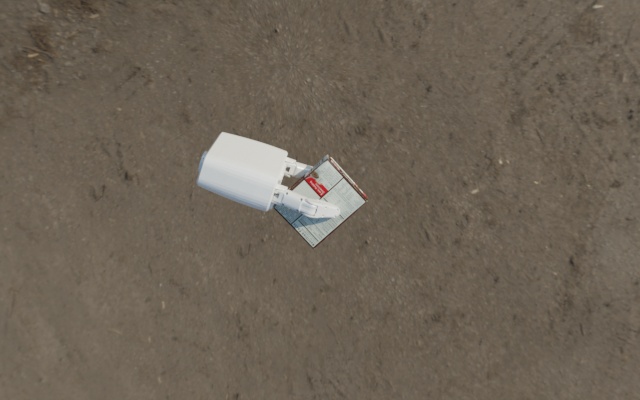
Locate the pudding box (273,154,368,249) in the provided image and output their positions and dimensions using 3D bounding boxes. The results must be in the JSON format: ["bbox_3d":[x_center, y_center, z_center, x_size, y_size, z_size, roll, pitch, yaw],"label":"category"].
[{"bbox_3d":[0.000,0.002,0.709,0.113,0.090,0.039,-41,9,11],"label":"pudding box"}]
